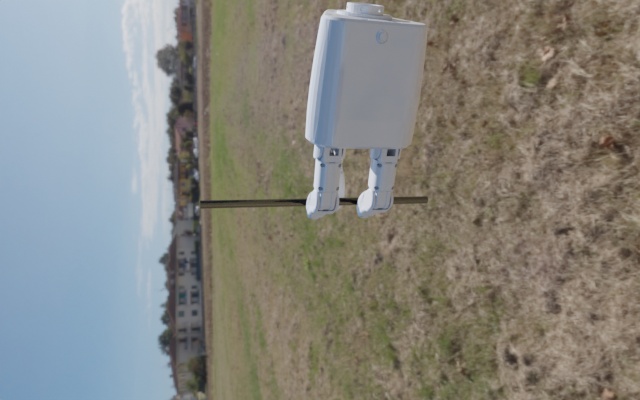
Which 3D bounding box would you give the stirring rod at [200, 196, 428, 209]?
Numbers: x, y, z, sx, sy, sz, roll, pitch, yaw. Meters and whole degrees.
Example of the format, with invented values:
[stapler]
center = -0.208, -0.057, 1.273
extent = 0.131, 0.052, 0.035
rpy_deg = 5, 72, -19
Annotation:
[stirring rod]
center = 0.000, 0.002, 0.492
extent = 0.239, 0.011, 0.011
rpy_deg = -1, 0, -15
